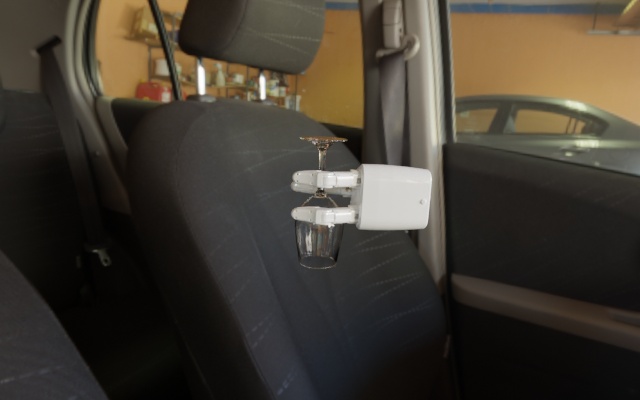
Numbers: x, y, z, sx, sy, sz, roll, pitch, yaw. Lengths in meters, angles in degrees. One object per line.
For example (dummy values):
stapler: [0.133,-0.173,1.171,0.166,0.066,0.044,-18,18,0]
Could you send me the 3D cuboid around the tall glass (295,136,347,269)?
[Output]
tall glass: [0.000,0.002,0.750,0.079,0.201,0.079,3,11,-1]
